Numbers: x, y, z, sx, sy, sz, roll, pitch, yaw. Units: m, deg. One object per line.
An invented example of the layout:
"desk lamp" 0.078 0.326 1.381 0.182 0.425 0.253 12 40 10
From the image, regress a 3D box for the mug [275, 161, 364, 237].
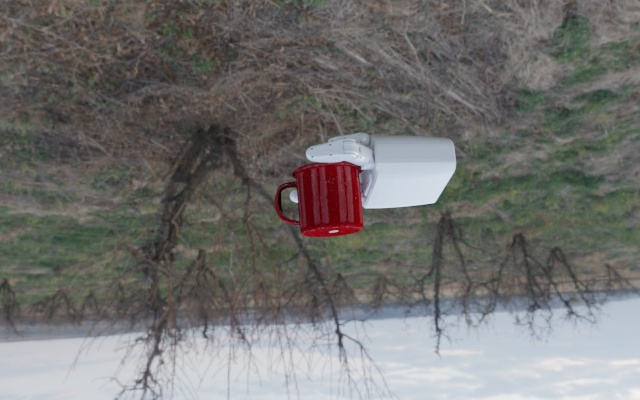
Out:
"mug" -0.001 0.002 0.612 0.117 0.081 0.093 -3 -12 -7
